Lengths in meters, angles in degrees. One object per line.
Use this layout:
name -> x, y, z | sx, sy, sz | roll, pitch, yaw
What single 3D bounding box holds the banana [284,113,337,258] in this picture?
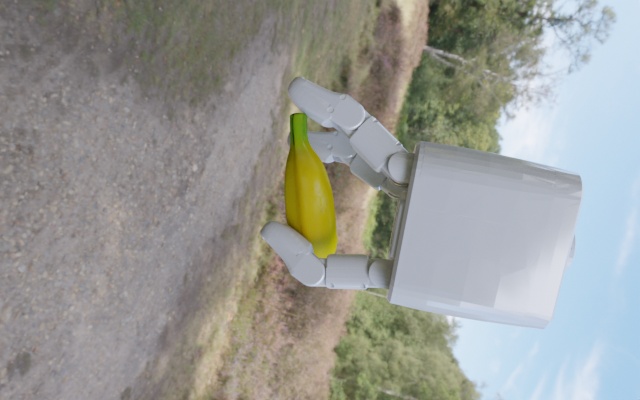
banana -> -0.003, 0.016, 0.400 | 0.037, 0.069, 0.198 | 7, -29, 8
